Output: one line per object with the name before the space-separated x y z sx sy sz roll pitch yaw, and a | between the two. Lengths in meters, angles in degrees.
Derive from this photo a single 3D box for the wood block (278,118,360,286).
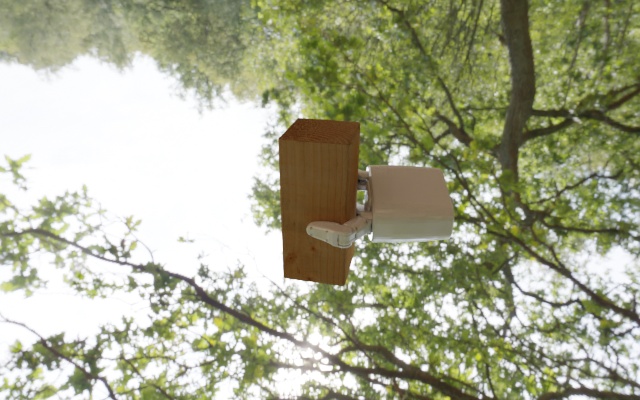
wood block | 0.000 0.002 0.650 0.090 0.206 0.090 6 27 11
